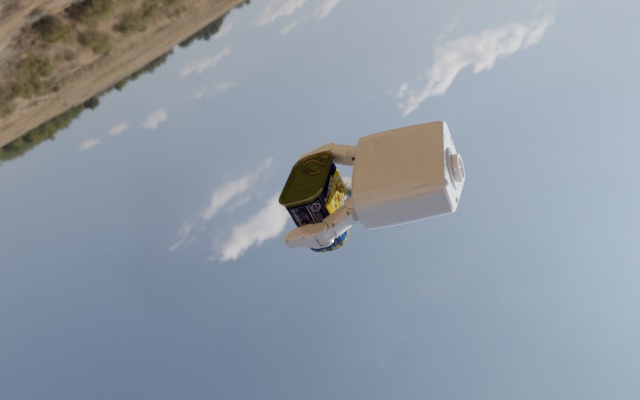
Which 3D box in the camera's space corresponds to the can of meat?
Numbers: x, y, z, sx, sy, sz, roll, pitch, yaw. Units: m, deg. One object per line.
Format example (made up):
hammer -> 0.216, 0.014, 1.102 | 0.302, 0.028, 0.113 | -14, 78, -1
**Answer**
can of meat -> 0.000, 0.002, 0.596 | 0.057, 0.084, 0.102 | -14, 33, 24
